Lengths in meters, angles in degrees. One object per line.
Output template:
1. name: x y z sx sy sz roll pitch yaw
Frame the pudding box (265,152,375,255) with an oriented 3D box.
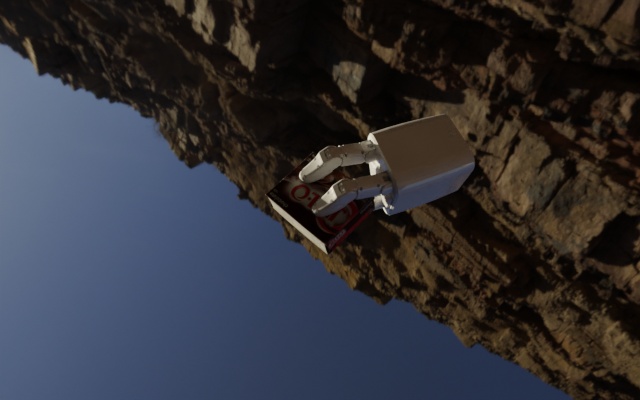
1. pudding box: 0.000 0.002 0.617 0.113 0.090 0.039 37 -21 28
